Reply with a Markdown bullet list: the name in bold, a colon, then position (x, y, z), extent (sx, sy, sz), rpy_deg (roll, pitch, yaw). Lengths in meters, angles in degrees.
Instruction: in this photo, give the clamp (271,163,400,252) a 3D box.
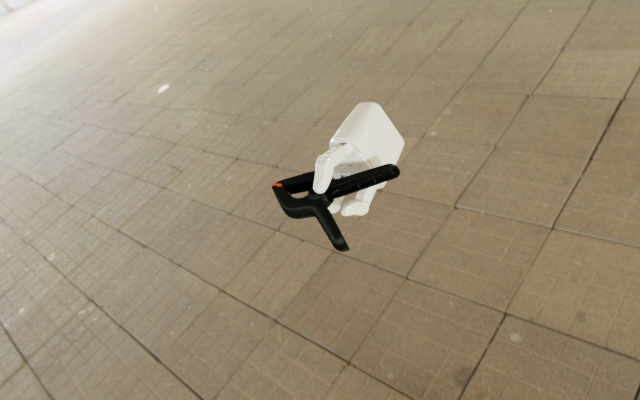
- **clamp**: position (-0.001, 0.002, 0.732), extent (0.210, 0.164, 0.036), rpy_deg (4, -42, 36)
